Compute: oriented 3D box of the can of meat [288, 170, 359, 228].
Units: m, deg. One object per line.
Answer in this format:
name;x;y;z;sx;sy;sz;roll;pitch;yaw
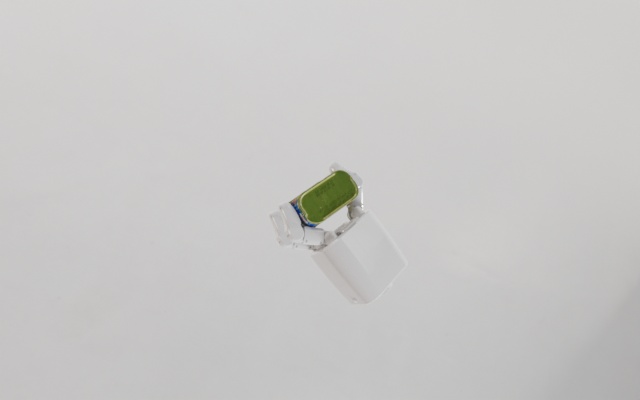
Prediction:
can of meat;0.000;0.002;0.726;0.102;0.057;0.084;-35;0;-22
